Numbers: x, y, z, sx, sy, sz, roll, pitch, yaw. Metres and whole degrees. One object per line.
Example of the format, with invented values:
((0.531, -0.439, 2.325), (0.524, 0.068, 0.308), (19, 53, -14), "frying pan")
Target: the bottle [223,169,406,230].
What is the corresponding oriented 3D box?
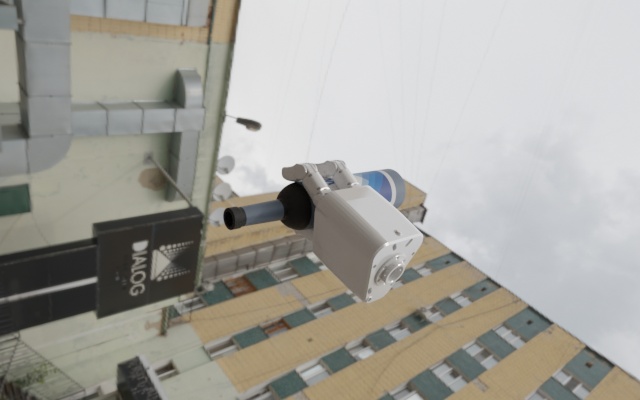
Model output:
((0.000, 0.002, 0.669), (0.295, 0.069, 0.069), (-10, 7, -40), "bottle")
